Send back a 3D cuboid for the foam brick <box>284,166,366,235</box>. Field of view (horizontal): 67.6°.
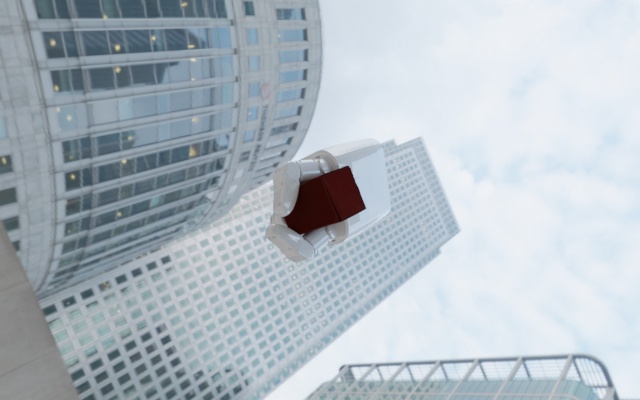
[{"bbox_3d":[0.000,0.002,0.522,0.078,0.053,0.051,-21,1,43],"label":"foam brick"}]
